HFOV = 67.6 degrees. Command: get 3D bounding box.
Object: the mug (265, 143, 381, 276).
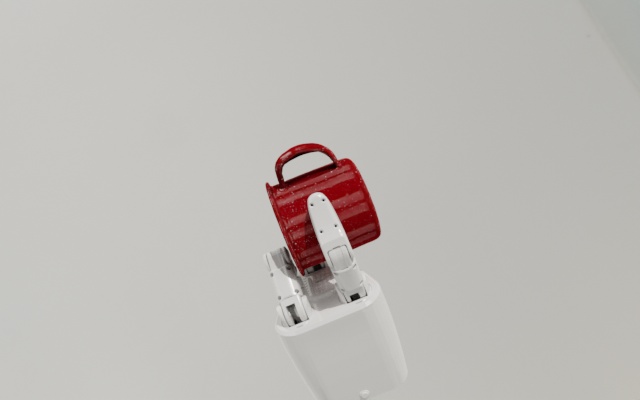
[{"bbox_3d":[0.000,0.000,0.434,0.081,0.117,0.093,-22,25,-2],"label":"mug"}]
